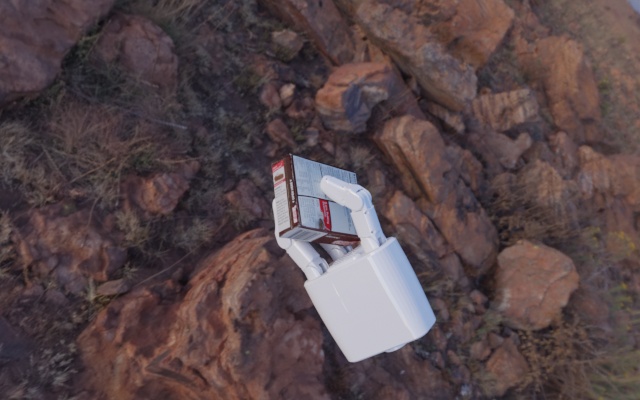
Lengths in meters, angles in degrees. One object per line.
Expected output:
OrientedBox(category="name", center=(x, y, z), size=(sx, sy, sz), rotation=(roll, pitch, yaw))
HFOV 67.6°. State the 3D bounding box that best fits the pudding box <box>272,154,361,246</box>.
OrientedBox(category="pudding box", center=(0.000, 0.002, 0.558), size=(0.113, 0.090, 0.039), rotation=(13, -30, -44))
